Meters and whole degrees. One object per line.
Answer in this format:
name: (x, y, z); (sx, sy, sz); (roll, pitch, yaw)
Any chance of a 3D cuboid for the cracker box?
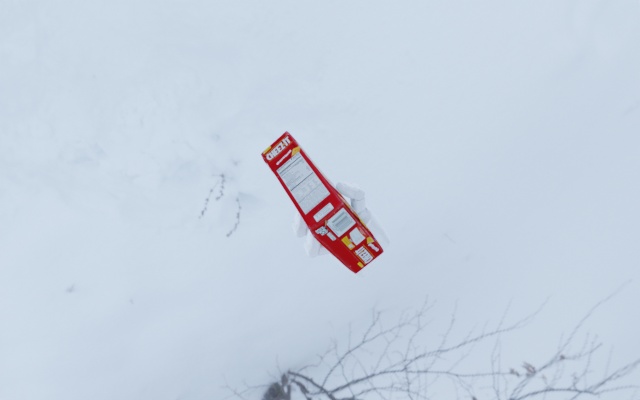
cracker box: (0.000, 0.003, 0.808); (0.164, 0.072, 0.213); (47, 5, -47)
